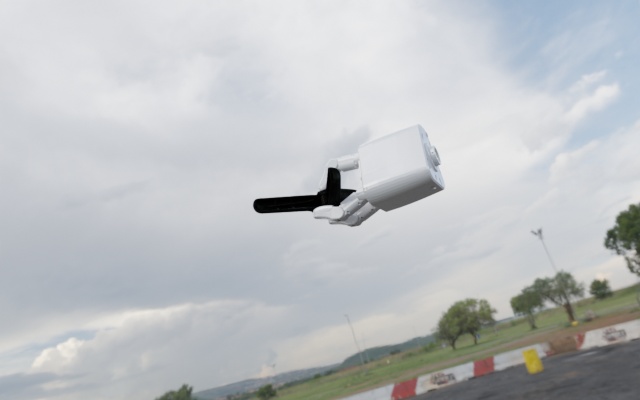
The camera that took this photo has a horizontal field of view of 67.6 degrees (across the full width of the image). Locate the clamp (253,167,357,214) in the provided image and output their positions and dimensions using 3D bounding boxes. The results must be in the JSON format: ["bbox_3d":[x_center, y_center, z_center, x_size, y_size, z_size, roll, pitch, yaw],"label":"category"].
[{"bbox_3d":[0.000,0.002,0.808,0.164,0.036,0.210,-18,-20,25],"label":"clamp"}]
